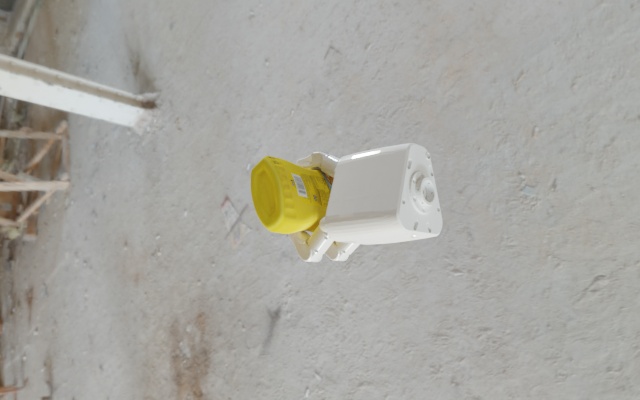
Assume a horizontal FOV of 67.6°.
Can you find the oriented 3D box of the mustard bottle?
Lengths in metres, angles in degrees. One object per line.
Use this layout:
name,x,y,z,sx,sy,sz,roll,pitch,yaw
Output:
mustard bottle,0.000,0.002,0.641,0.191,0.096,0.058,10,-40,-45
